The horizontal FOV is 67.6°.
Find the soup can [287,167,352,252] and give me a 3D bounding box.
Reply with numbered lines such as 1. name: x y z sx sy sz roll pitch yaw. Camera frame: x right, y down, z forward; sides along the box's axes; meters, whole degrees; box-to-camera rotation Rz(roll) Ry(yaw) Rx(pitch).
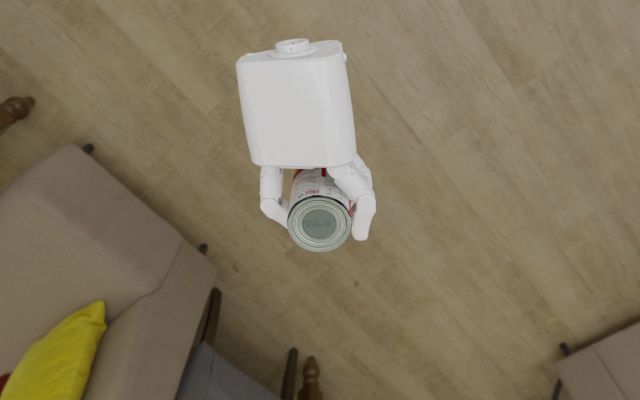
1. soup can: 0.000 0.002 0.525 0.068 0.068 0.102 0 28 1
